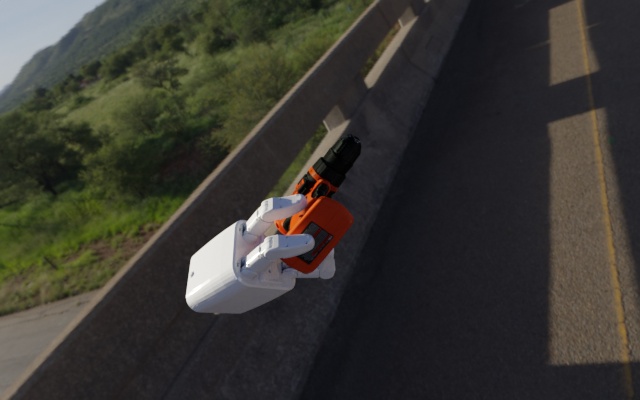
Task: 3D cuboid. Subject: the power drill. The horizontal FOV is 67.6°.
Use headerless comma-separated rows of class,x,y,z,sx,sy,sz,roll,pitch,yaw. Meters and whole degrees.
power drill,0.000,0.002,0.656,0.057,0.184,0.187,34,16,-12
